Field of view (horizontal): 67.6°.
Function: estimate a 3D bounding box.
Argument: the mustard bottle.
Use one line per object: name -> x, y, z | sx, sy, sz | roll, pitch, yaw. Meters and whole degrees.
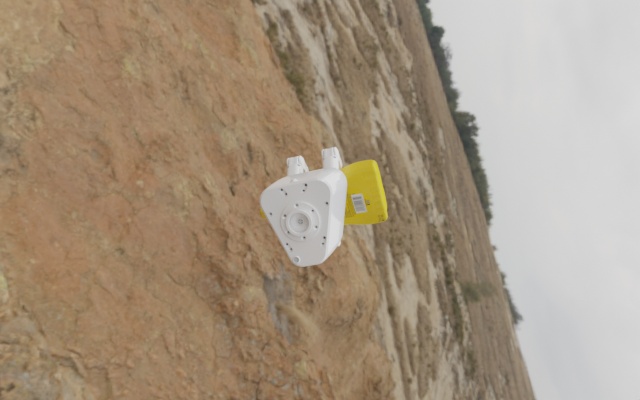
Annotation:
mustard bottle -> 0.000, 0.002, 0.726 | 0.191, 0.096, 0.058 | -11, 32, 12
